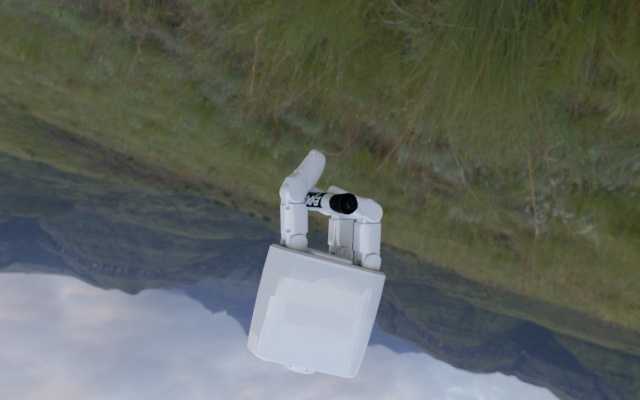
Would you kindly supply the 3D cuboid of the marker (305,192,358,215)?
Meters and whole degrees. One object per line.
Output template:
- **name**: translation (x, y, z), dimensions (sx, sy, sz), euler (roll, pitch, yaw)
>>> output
- **marker**: translation (0.000, 0.001, 0.452), dimensions (0.020, 0.020, 0.121), euler (0, 2, -26)
